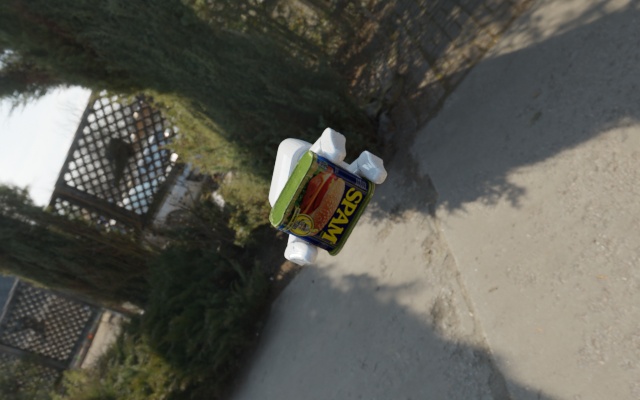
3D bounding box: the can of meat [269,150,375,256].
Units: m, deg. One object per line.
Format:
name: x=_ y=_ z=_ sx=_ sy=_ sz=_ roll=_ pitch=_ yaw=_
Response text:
can of meat: x=0.000 y=0.002 z=0.560 sx=0.084 sy=0.102 sz=0.057 roll=27 pitch=8 yaw=-21
